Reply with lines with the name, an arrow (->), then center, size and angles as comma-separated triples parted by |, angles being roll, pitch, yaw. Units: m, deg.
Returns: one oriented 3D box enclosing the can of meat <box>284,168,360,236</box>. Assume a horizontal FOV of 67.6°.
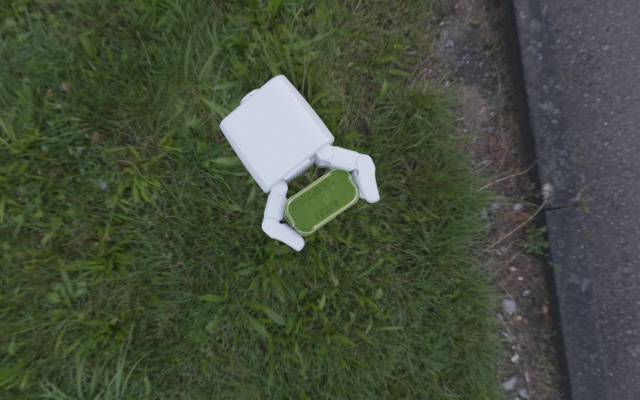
can of meat -> 0.000, 0.002, 0.631 | 0.102, 0.057, 0.084 | -34, -1, -4
